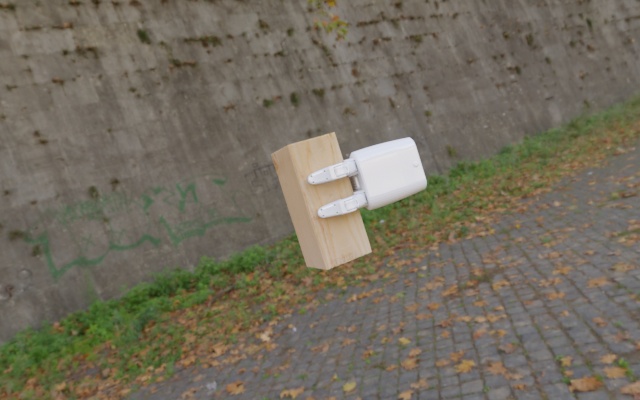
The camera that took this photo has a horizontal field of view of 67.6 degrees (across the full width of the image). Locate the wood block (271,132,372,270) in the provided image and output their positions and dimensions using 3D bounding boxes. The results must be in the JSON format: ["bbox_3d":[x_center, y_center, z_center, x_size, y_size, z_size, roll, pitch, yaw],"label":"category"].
[{"bbox_3d":[0.000,0.002,0.802,0.090,0.206,0.091,-19,3,-23],"label":"wood block"}]
